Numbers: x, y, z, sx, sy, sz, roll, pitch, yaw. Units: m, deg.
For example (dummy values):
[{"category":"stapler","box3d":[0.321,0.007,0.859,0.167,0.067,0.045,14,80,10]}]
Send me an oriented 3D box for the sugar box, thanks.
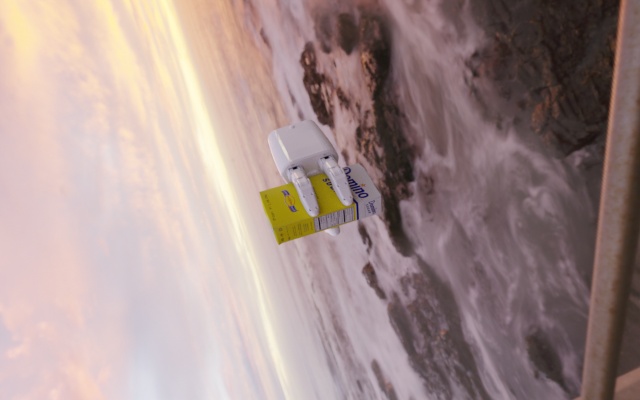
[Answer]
[{"category":"sugar box","box3d":[0.000,0.002,0.759,0.176,0.048,0.093,-19,45,-8]}]
